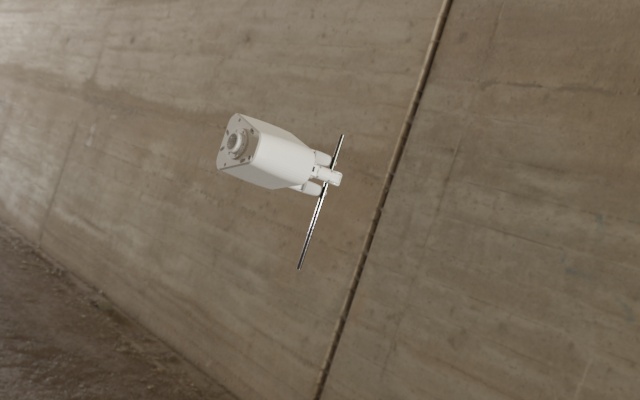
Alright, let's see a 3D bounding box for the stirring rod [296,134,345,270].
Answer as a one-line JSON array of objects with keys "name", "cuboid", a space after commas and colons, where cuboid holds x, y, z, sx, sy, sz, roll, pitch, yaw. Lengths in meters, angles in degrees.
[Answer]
[{"name": "stirring rod", "cuboid": [0.000, 0.003, 0.814, 0.011, 0.239, 0.011, 18, 0, 0]}]
